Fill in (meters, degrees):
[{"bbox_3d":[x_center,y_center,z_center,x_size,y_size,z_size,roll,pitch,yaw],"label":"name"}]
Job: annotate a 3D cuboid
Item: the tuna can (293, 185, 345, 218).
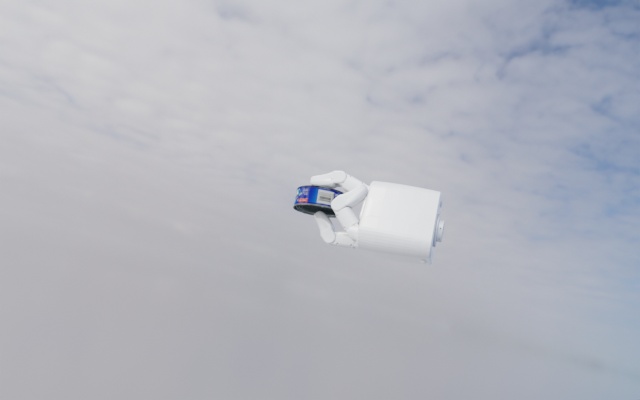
[{"bbox_3d":[0.000,0.002,0.778,0.086,0.033,0.086,9,-12,2],"label":"tuna can"}]
